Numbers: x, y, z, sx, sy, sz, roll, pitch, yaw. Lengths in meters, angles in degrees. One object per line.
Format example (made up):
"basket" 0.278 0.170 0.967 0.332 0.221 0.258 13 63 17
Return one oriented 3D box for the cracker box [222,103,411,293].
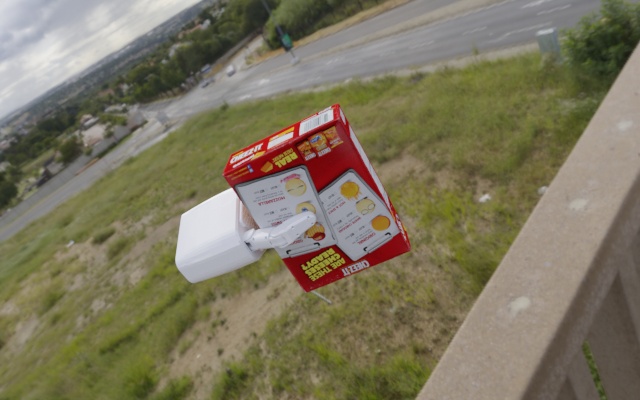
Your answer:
"cracker box" 0.000 0.002 0.634 0.164 0.214 0.072 -24 28 15
